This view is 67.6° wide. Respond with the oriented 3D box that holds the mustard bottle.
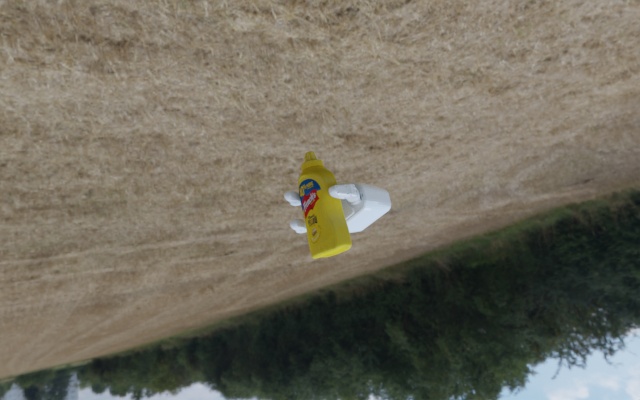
[{"bbox_3d":[0.000,0.003,0.862,0.058,0.191,0.096,-5,-15,-29],"label":"mustard bottle"}]
